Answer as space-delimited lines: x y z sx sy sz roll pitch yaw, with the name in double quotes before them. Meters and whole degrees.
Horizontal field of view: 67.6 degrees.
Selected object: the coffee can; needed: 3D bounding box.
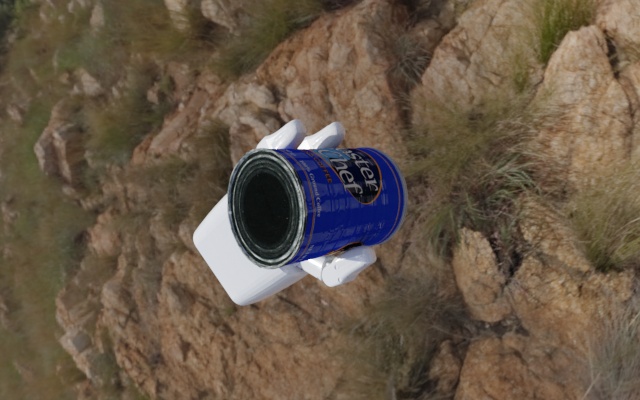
"coffee can" 0.000 0.001 0.447 0.103 0.103 0.140 0 5 44
